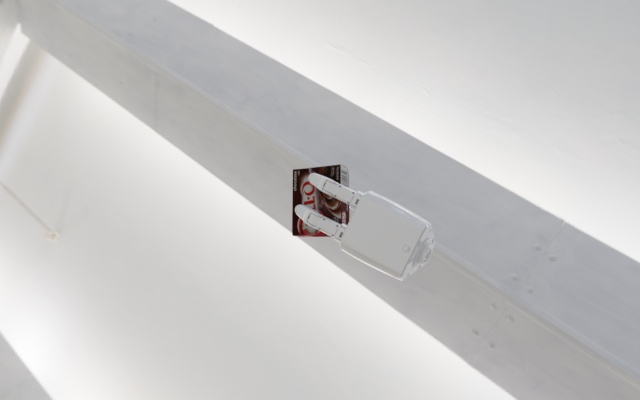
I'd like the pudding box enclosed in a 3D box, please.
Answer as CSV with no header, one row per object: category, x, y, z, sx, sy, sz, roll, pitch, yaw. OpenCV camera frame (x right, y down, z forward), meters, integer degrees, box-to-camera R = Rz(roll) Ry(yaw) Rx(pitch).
pudding box,0.000,0.003,0.771,0.090,0.113,0.039,-4,-10,28
